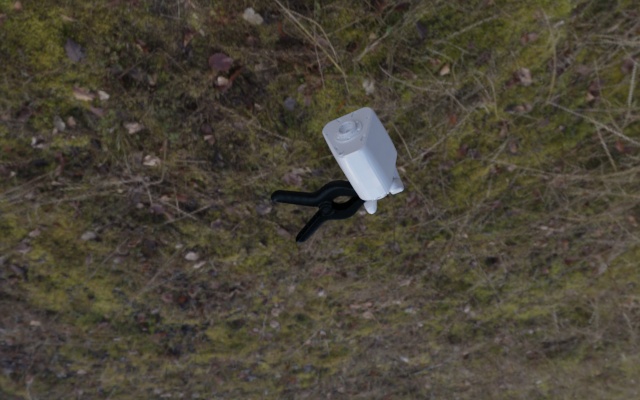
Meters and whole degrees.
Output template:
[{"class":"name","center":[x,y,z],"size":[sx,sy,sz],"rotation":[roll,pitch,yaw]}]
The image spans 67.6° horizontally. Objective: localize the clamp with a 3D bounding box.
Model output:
[{"class":"clamp","center":[0.000,0.003,0.848],"size":[0.171,0.120,0.039],"rotation":[-28,37,15]}]
